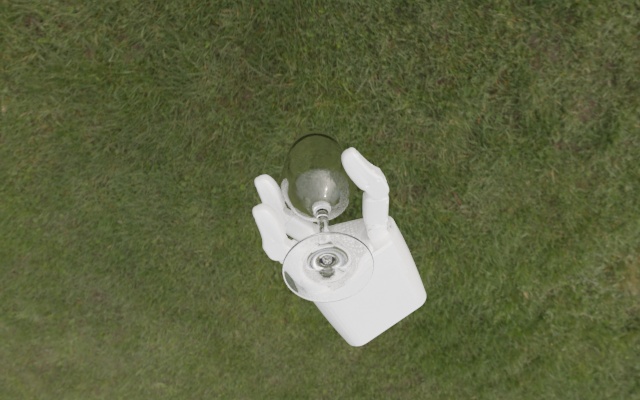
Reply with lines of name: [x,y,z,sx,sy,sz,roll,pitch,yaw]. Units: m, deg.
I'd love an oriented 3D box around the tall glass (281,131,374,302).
tall glass: [0.000,0.002,0.466,0.079,0.079,0.201,0,33,-5]
